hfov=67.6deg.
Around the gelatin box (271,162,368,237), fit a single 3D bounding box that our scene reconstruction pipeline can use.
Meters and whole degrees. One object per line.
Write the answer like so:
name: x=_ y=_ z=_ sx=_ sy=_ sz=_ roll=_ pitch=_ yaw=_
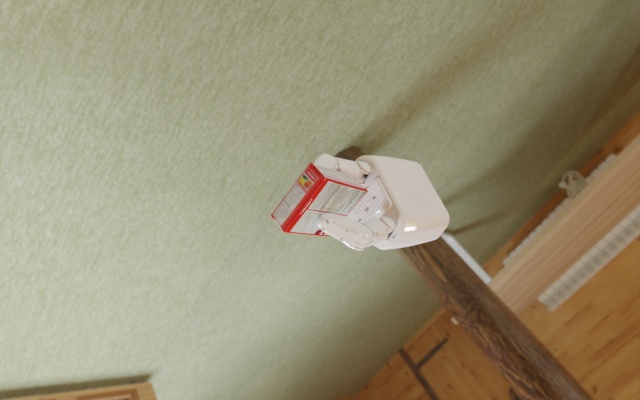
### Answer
gelatin box: x=0.000 y=0.002 z=0.516 sx=0.030 sy=0.073 sz=0.089 roll=49 pitch=21 yaw=29
